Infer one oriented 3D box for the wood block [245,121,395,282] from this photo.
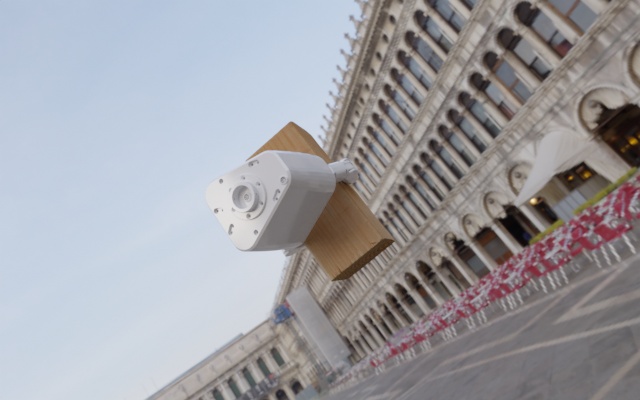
[{"bbox_3d":[0.000,0.002,0.667,0.091,0.206,0.090,-40,-17,10],"label":"wood block"}]
